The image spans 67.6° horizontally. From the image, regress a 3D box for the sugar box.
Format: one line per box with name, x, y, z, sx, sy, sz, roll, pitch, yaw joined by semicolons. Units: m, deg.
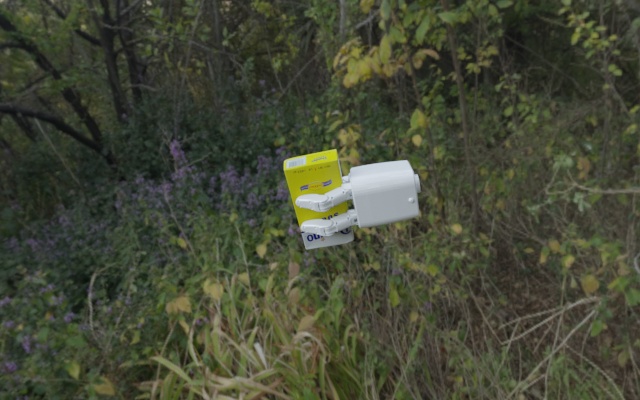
sugar box;0.000;0.003;0.841;0.093;0.176;0.048;-11;31;6
